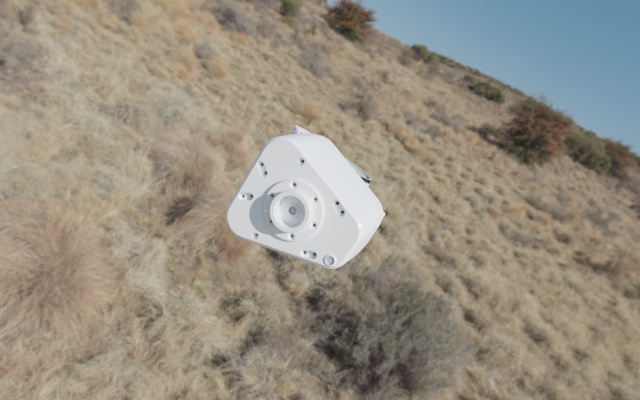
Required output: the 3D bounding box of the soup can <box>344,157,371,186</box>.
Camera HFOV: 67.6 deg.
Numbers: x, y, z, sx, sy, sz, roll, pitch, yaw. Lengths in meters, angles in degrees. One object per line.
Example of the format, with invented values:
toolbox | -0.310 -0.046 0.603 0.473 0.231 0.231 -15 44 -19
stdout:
soup can | 0.000 0.001 0.517 0.068 0.102 0.068 31 13 -8
